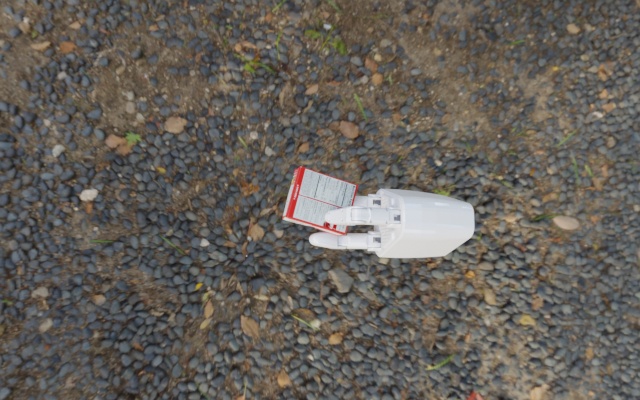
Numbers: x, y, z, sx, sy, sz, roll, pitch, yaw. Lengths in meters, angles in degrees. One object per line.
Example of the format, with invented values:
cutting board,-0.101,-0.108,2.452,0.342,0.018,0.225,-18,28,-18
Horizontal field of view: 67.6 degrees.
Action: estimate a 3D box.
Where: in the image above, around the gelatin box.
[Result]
gelatin box,0.000,0.002,0.652,0.089,0.073,0.030,17,-11,-16
